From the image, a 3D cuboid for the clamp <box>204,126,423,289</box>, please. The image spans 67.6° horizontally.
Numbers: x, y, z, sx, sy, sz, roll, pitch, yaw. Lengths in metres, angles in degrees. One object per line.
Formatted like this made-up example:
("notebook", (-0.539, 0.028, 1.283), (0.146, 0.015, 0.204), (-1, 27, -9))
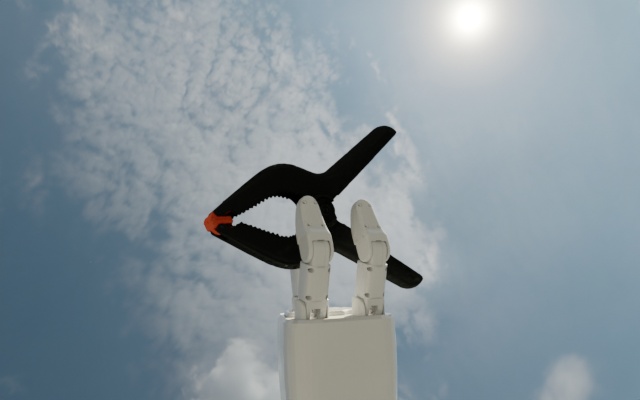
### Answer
("clamp", (-0.001, 0.002, 0.442), (0.210, 0.164, 0.036), (3, -13, -25))
